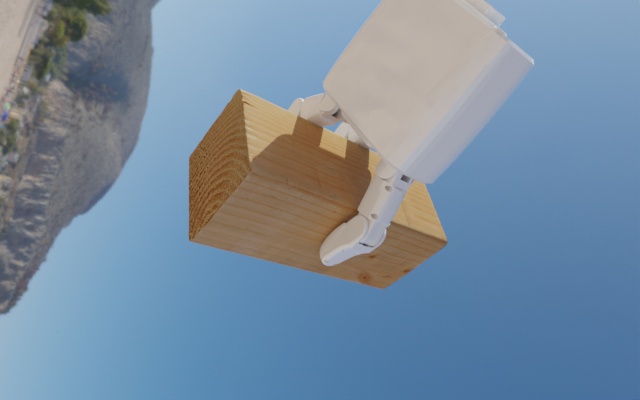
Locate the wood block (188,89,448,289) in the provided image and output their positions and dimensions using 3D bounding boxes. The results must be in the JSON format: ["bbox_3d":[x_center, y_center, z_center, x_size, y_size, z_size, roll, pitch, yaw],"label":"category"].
[{"bbox_3d":[0.000,0.001,0.414,0.206,0.090,0.090,20,-48,-34],"label":"wood block"}]
